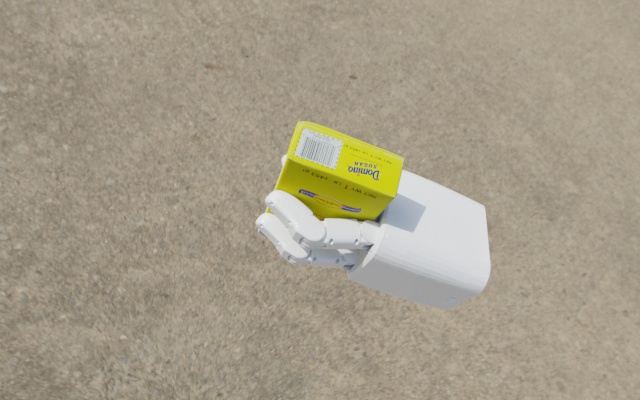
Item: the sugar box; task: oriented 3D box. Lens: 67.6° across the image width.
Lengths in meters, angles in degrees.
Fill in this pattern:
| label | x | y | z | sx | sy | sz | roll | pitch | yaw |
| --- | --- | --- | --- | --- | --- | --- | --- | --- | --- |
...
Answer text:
| label | x | y | z | sx | sy | sz | roll | pitch | yaw |
| --- | --- | --- | --- | --- | --- | --- | --- | --- | --- |
| sugar box | 0.000 | 0.002 | 0.451 | 0.093 | 0.048 | 0.176 | 20 | -30 | -5 |
